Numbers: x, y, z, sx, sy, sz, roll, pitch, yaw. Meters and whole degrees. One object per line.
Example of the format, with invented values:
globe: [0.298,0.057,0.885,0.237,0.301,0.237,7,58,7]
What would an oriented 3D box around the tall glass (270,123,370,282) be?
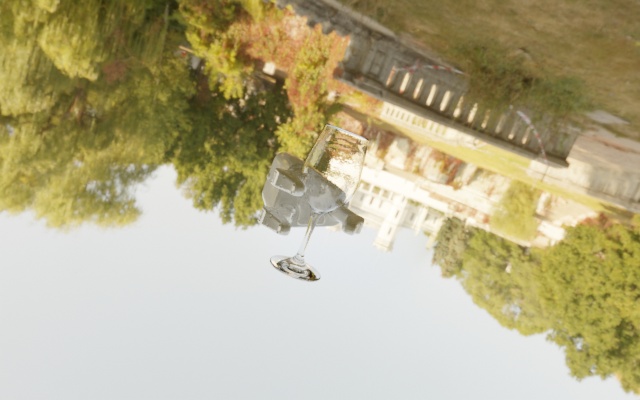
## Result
tall glass: [0.000,0.003,0.636,0.079,0.201,0.079,20,11,-4]
